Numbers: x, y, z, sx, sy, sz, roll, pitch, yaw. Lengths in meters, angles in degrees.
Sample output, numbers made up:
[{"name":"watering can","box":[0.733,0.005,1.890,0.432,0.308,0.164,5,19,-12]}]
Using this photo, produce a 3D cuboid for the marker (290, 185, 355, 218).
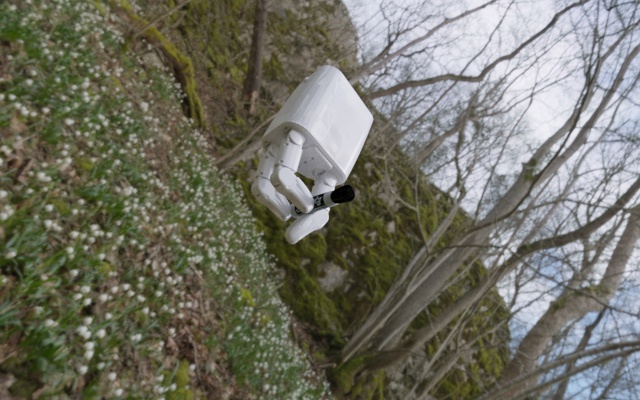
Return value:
[{"name":"marker","box":[0.000,0.002,0.549,0.020,0.020,0.121,0,-10,-32]}]
